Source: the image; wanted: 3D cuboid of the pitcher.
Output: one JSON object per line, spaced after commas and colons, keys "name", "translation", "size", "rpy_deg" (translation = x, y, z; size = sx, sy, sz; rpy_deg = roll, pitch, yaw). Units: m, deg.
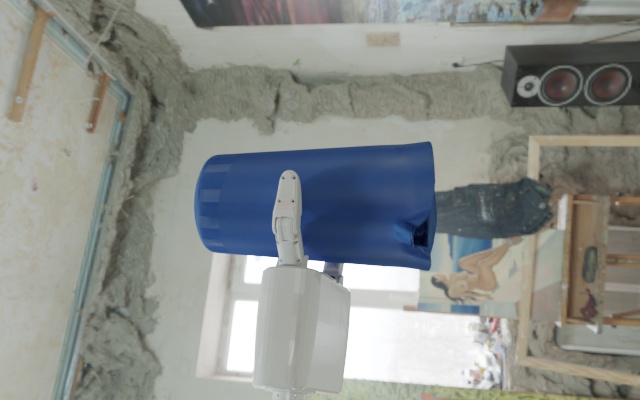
{"name": "pitcher", "translation": [0.000, 0.002, 0.518], "size": [0.243, 0.145, 0.149], "rpy_deg": [1, -24, 8]}
